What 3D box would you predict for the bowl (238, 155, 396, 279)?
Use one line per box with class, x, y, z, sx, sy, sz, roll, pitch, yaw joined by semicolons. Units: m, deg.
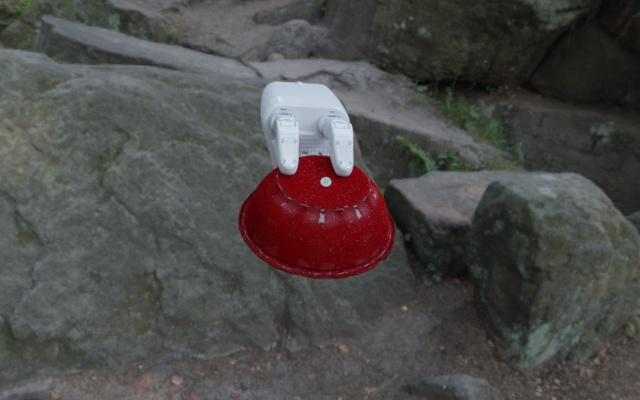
bowl;0.001;0.002;0.474;0.162;0.055;0.162;5;38;-4
